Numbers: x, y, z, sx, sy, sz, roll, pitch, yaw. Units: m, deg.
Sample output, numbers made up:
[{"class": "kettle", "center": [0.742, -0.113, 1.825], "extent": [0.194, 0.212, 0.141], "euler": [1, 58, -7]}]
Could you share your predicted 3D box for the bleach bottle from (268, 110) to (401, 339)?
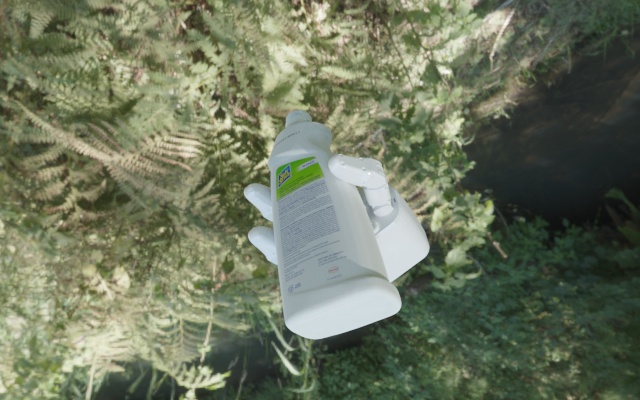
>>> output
[{"class": "bleach bottle", "center": [0.000, 0.002, 0.479], "extent": [0.102, 0.250, 0.068], "euler": [-24, -38, 17]}]
